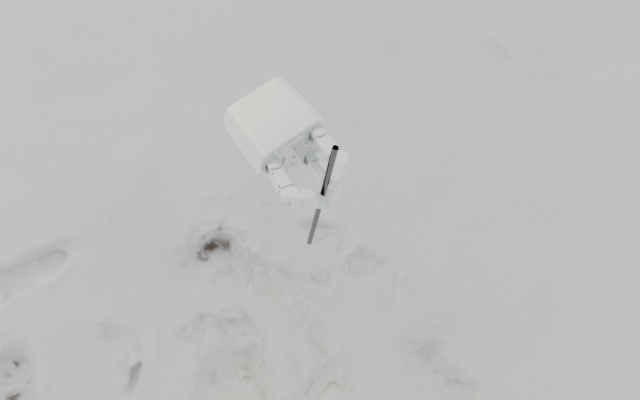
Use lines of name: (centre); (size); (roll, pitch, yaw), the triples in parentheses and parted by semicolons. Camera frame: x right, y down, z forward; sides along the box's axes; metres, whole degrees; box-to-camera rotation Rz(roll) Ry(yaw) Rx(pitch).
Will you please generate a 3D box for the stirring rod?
stirring rod: (0.000, 0.002, 0.660); (0.011, 0.011, 0.240); (0, -32, -10)
